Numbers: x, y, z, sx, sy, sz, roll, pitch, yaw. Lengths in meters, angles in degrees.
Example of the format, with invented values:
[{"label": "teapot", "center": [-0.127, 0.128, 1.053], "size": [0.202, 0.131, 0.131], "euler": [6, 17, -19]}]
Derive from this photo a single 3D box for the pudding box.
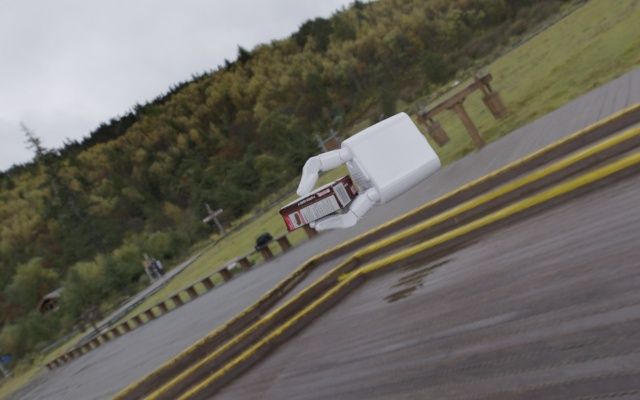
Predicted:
[{"label": "pudding box", "center": [0.000, 0.002, 0.700], "size": [0.090, 0.039, 0.113], "euler": [-26, 1, 18]}]
